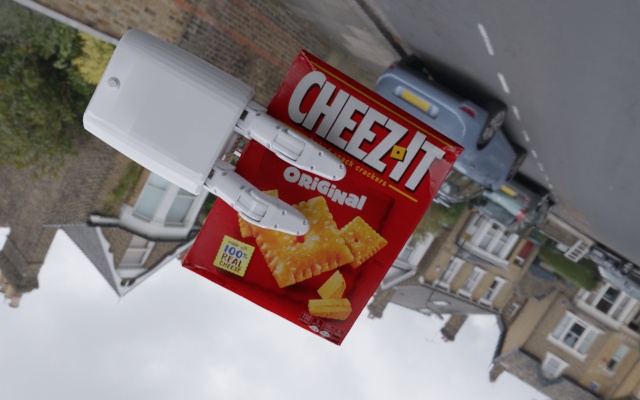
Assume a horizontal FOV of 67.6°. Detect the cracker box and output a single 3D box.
[{"bbox_3d":[0.000,0.002,0.434,0.164,0.214,0.072,30,9,-6],"label":"cracker box"}]
